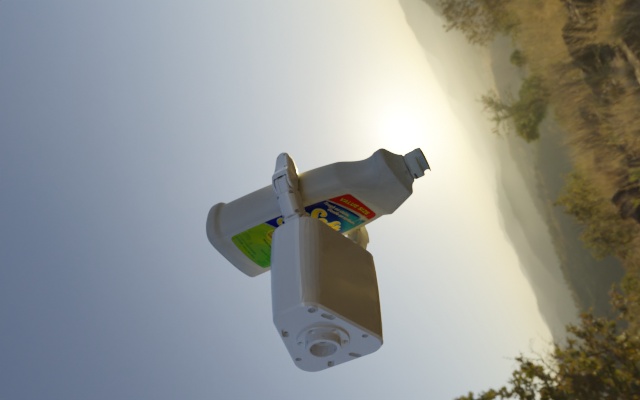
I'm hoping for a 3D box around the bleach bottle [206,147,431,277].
[{"bbox_3d":[0.000,0.002,0.542,0.251,0.068,0.103,-25,-52,18],"label":"bleach bottle"}]
